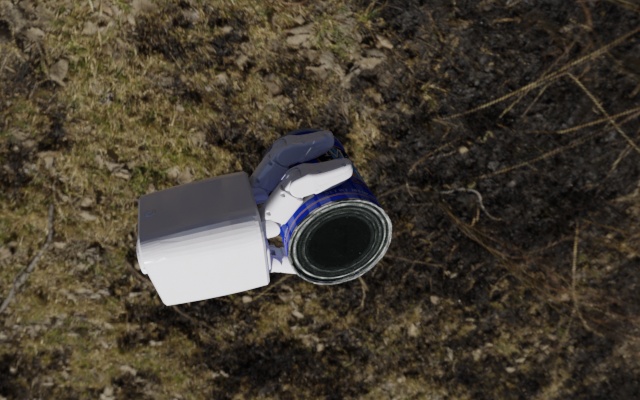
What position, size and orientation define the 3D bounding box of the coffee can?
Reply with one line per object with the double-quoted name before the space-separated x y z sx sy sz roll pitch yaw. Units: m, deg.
"coffee can" 0.000 0.002 0.497 0.103 0.103 0.140 0 34 -20
